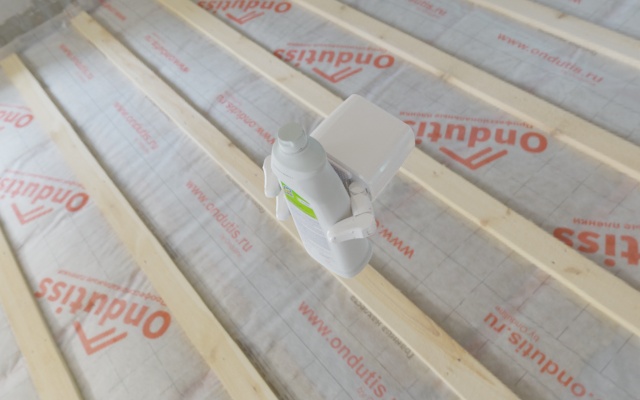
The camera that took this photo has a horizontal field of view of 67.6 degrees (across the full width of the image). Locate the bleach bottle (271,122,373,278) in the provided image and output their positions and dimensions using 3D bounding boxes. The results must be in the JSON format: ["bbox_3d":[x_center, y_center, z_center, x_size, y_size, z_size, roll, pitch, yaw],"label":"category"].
[{"bbox_3d":[0.000,0.002,0.599,0.102,0.068,0.251,29,-23,30],"label":"bleach bottle"}]
